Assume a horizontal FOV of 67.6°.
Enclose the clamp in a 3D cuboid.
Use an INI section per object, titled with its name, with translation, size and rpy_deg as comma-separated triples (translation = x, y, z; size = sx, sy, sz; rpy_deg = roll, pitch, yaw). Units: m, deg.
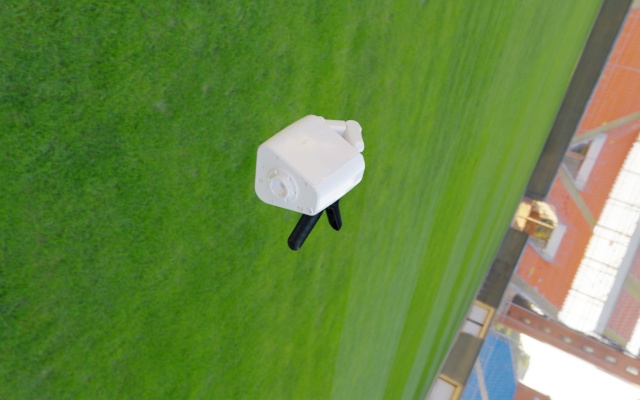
[clamp]
translation = 0.001, 0.003, 0.749
size = 0.039, 0.172, 0.120
rpy_deg = 28, 42, 27
